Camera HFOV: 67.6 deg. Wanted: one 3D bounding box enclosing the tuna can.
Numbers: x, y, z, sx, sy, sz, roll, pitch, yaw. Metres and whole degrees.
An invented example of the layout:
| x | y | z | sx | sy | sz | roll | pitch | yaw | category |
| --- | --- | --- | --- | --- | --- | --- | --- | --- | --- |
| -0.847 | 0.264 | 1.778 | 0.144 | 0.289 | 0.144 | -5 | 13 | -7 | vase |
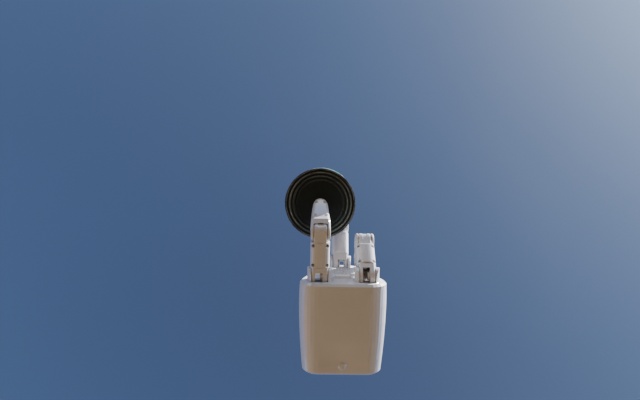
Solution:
| x | y | z | sx | sy | sz | roll | pitch | yaw | category |
| --- | --- | --- | --- | --- | --- | --- | --- | --- | --- |
| 0.000 | 0.002 | 0.593 | 0.086 | 0.086 | 0.033 | 0 | 7 | 2 | tuna can |
